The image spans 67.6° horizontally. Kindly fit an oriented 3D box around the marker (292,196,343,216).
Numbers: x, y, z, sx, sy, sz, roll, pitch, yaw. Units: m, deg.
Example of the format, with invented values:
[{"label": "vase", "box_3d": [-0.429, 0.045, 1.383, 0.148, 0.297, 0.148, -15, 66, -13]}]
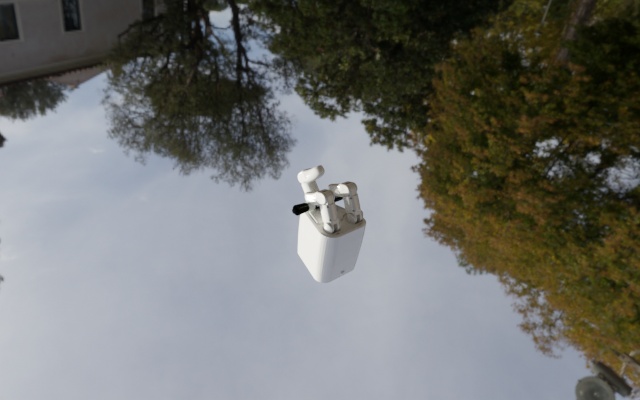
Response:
[{"label": "marker", "box_3d": [0.000, 0.003, 0.832, 0.121, 0.020, 0.020, -19, 12, -38]}]
